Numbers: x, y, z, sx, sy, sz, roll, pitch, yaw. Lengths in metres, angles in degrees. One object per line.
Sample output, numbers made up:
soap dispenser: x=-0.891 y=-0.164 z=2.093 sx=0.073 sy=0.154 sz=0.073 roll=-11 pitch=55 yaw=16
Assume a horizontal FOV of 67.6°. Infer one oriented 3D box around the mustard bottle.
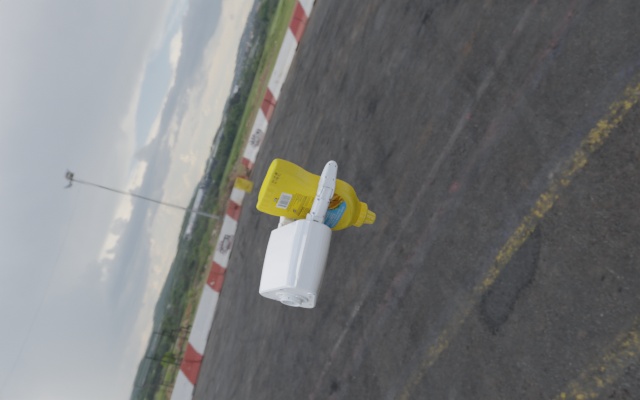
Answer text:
mustard bottle: x=0.000 y=0.002 z=0.775 sx=0.191 sy=0.096 sz=0.058 roll=18 pitch=39 yaw=-13
